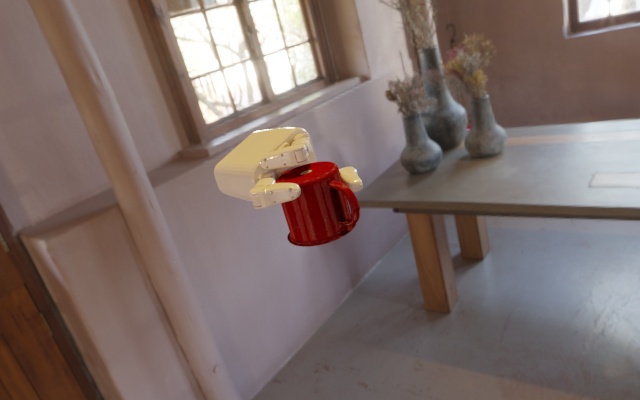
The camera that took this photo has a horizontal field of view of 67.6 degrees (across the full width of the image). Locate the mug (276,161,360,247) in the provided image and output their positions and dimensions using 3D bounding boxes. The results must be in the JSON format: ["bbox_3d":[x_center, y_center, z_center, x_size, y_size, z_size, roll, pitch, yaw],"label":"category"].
[{"bbox_3d":[0.001,0.002,0.597,0.093,0.081,0.117,-31,25,-37],"label":"mug"}]
